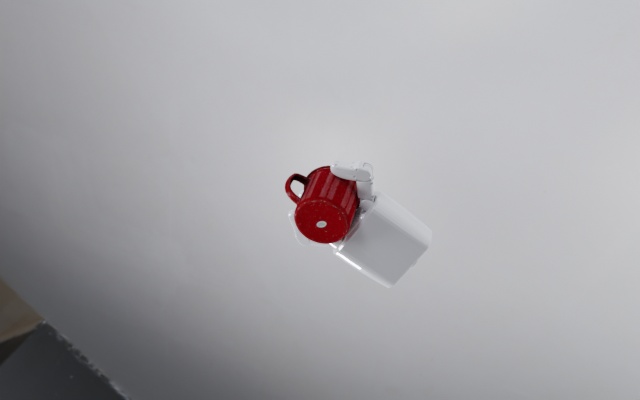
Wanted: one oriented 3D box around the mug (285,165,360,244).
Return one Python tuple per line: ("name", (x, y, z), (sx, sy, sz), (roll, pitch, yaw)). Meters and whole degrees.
("mug", (-0.001, 0.002, 0.696), (0.117, 0.093, 0.081), (34, 37, -9))
